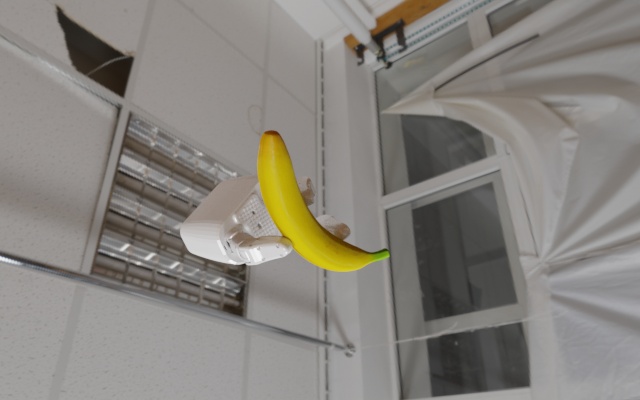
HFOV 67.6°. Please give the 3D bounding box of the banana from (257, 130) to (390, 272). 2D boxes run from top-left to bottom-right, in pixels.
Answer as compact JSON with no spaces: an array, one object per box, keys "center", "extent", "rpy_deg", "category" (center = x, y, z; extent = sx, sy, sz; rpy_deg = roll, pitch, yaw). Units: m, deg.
[{"center":[-0.011,0.017,0.483],"extent":[0.198,0.069,0.037],"rpy_deg":[46,-5,-30],"category":"banana"}]
